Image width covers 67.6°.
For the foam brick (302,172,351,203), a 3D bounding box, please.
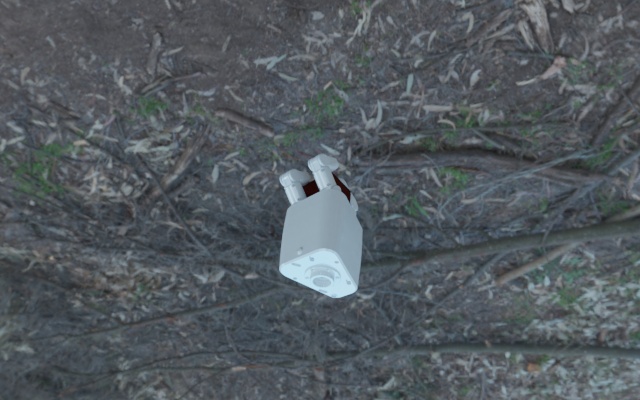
[{"bbox_3d":[0.000,0.003,0.735,0.078,0.051,0.053,-26,-53,31],"label":"foam brick"}]
